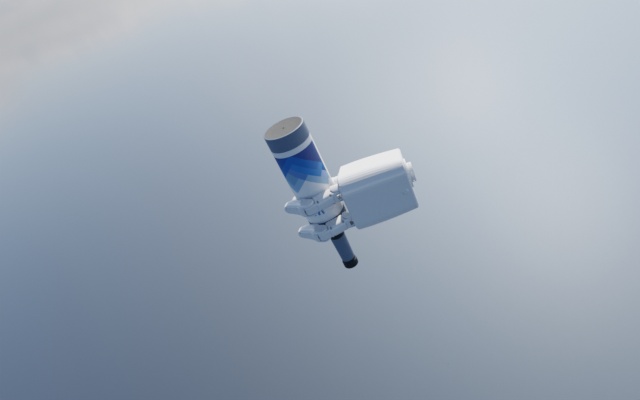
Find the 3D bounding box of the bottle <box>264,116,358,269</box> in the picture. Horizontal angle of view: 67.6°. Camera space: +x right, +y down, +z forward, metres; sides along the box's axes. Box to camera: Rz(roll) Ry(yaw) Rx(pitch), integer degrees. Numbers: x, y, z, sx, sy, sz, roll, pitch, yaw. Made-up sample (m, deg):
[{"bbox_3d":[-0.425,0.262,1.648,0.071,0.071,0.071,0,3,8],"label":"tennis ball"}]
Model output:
[{"bbox_3d":[0.000,0.002,0.797,0.069,0.296,0.069,-19,32,12],"label":"bottle"}]
